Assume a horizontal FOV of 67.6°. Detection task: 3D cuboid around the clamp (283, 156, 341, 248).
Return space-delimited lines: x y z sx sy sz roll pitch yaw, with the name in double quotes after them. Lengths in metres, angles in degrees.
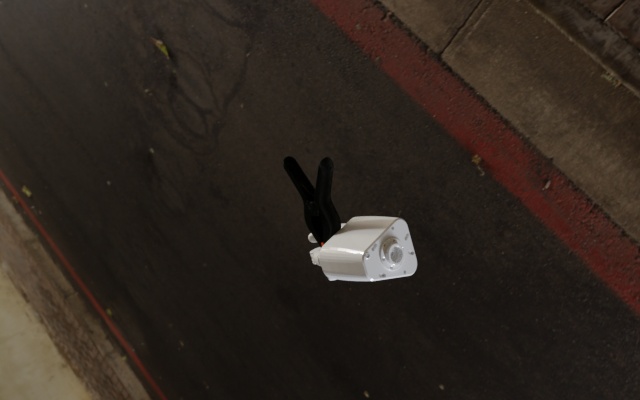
0.000 0.003 0.780 0.039 0.171 0.120 -28 12 -26 "clamp"
